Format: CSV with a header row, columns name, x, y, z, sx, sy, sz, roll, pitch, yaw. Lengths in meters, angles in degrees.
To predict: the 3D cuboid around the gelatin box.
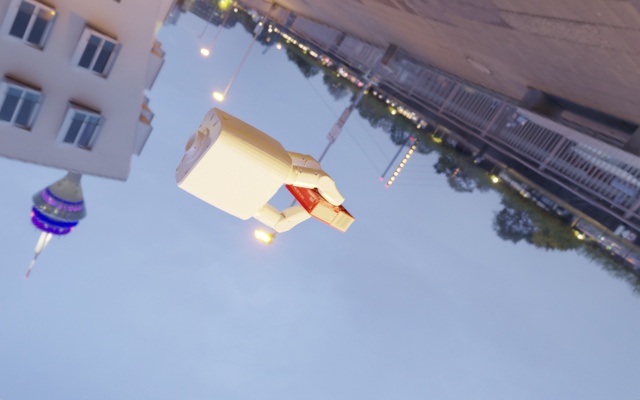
name,x,y,z,sx,sy,sz,roll,pitch,yaw
gelatin box,0.000,0.003,0.698,0.089,0.030,0.073,30,14,-45
